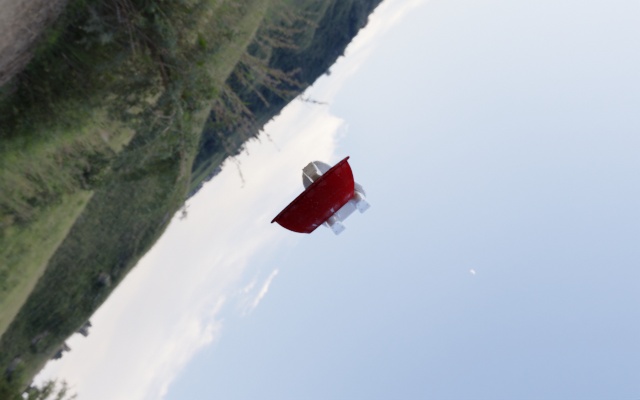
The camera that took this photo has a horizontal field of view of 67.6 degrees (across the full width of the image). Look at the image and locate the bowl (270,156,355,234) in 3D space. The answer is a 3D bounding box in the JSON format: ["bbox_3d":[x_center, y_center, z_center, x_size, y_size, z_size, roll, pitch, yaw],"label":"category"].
[{"bbox_3d":[0.000,0.003,0.743,0.162,0.055,0.162,-40,-1,-1],"label":"bowl"}]
